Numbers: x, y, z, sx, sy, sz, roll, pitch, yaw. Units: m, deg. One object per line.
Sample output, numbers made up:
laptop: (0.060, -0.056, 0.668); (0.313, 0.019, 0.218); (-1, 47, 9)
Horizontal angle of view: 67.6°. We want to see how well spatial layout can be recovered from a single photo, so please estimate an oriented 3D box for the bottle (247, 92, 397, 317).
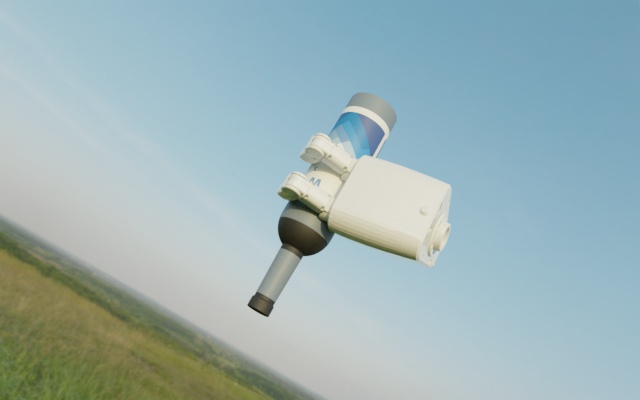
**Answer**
bottle: (0.000, 0.002, 0.573); (0.069, 0.295, 0.069); (26, -20, 10)
